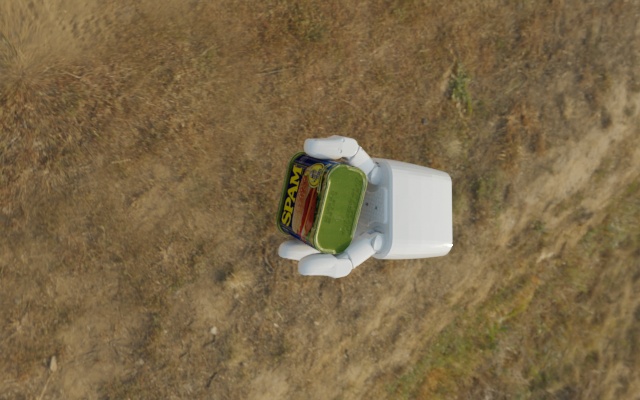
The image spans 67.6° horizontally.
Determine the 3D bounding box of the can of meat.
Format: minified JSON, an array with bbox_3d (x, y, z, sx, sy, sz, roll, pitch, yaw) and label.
[{"bbox_3d":[0.000,0.002,0.531,0.057,0.102,0.084,9,8,-34],"label":"can of meat"}]
